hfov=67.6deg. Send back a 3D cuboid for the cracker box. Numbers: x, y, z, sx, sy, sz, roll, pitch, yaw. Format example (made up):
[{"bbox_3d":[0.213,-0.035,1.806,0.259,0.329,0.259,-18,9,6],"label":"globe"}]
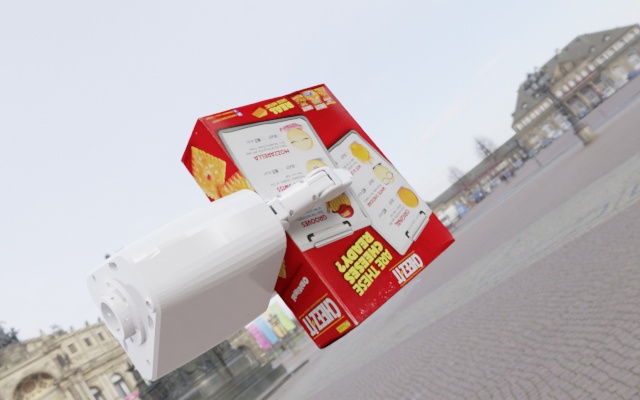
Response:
[{"bbox_3d":[0.000,0.001,0.450,0.164,0.213,0.072,-28,-15,-42],"label":"cracker box"}]
